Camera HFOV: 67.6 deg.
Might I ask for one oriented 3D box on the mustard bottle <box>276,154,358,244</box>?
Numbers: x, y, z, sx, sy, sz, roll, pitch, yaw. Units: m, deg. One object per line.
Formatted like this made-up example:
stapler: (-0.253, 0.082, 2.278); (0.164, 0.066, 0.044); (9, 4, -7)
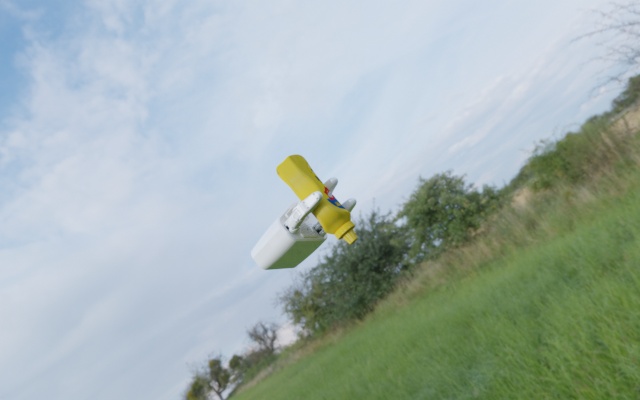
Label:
mustard bottle: (0.000, 0.002, 0.878); (0.058, 0.191, 0.096); (-41, -13, 7)
